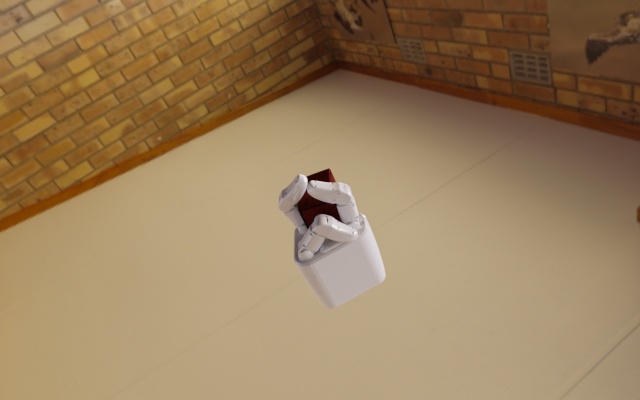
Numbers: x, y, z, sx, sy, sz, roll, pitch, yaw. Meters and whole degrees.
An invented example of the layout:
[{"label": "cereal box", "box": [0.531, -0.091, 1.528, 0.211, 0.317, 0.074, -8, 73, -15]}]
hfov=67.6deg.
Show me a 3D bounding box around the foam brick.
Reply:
[{"label": "foam brick", "box": [0.000, 0.002, 0.682, 0.053, 0.051, 0.078, -18, 36, 11]}]
